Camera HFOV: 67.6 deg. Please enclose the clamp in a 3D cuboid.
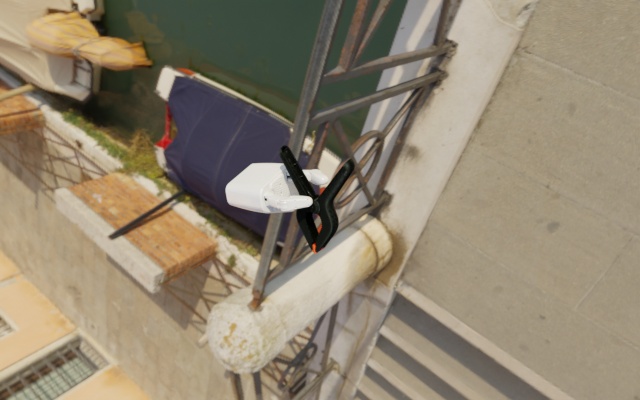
[{"bbox_3d":[0.000,0.004,0.891,0.164,0.210,0.036,8,24,38],"label":"clamp"}]
